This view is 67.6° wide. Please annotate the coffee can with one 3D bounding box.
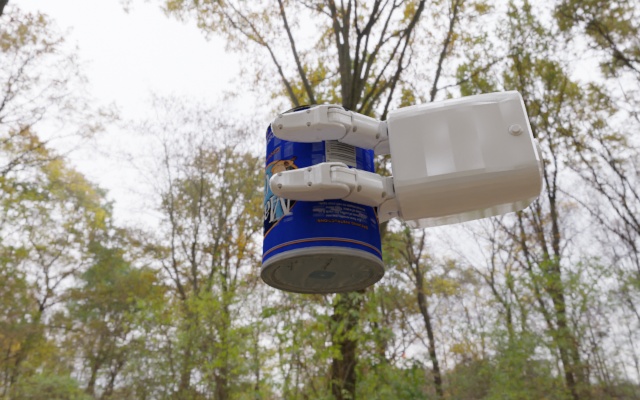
[{"bbox_3d":[0.000,0.002,0.425,0.103,0.140,0.103,-1,-27,-1],"label":"coffee can"}]
